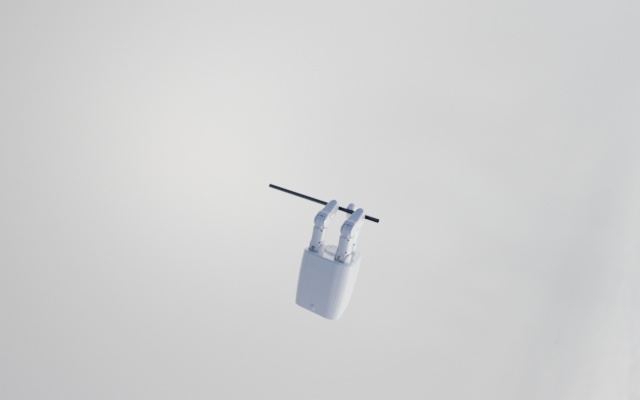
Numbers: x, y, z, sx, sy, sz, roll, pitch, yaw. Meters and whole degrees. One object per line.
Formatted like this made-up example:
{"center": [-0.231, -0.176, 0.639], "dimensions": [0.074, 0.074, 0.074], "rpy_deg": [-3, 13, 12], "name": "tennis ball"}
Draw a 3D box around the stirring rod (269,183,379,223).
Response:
{"center": [0.000, 0.003, 0.881], "dimensions": [0.239, 0.011, 0.011], "rpy_deg": [18, 9, 29], "name": "stirring rod"}
